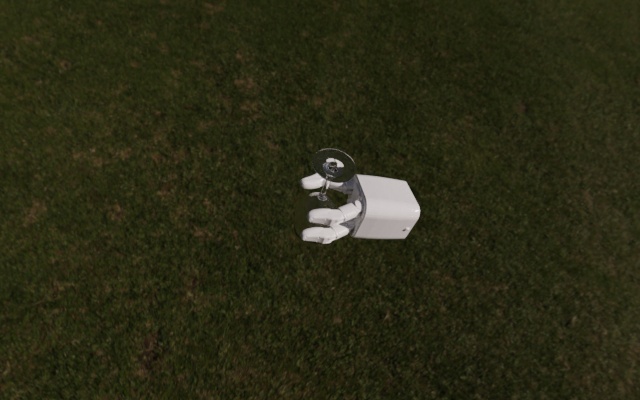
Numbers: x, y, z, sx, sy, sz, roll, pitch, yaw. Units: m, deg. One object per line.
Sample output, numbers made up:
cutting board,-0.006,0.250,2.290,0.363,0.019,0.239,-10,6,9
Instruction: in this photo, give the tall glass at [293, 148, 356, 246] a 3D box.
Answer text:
tall glass,0.000,0.002,0.854,0.079,0.079,0.201,0,-38,-17
